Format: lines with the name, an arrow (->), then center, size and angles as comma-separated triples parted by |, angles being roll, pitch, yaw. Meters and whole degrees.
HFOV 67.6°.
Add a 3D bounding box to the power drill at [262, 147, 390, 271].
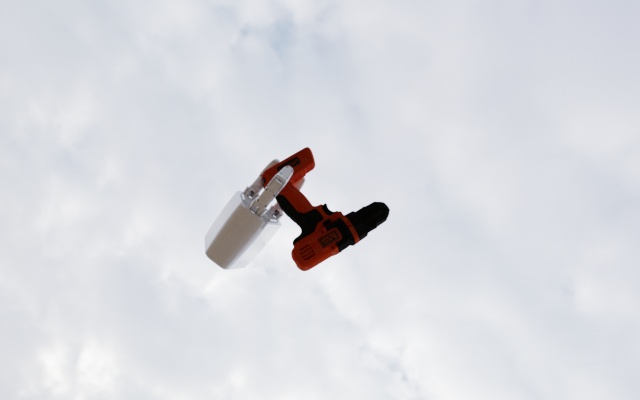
power drill -> 0.000, 0.002, 0.816 | 0.184, 0.187, 0.057 | -30, -18, -12
